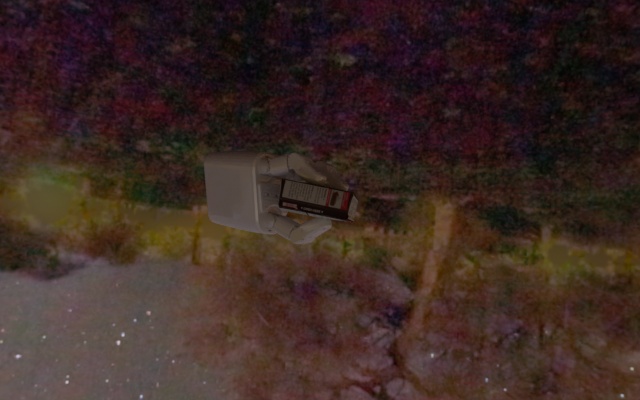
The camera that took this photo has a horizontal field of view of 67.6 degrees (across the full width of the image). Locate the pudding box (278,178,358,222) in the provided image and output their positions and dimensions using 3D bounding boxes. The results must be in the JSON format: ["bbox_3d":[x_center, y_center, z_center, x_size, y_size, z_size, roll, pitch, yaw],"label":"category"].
[{"bbox_3d":[0.000,0.002,0.616,0.090,0.039,0.113,10,-1,7],"label":"pudding box"}]
